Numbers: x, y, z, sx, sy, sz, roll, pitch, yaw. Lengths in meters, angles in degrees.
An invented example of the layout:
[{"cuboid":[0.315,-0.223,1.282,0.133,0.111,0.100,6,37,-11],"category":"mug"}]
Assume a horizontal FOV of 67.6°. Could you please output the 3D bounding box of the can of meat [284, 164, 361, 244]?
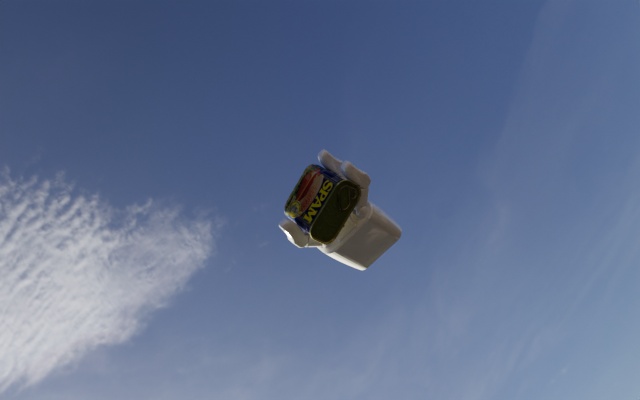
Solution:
[{"cuboid":[0.000,0.002,0.735,0.057,0.102,0.084,29,4,-44],"category":"can of meat"}]
